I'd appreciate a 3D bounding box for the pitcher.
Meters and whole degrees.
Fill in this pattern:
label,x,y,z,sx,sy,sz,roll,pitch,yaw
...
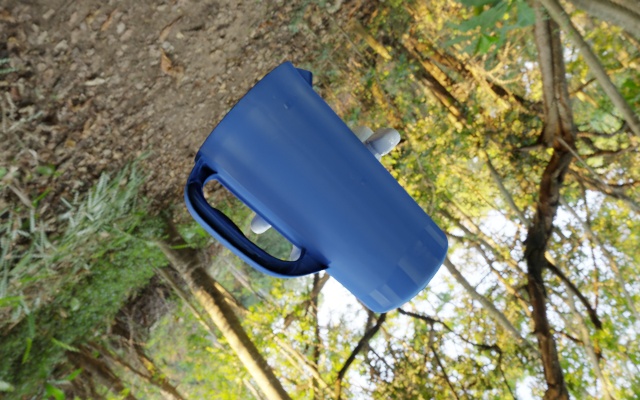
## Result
label,x,y,z,sx,sy,sz,roll,pitch,yaw
pitcher,0.000,0.001,0.468,0.149,0.243,0.145,-44,6,21
